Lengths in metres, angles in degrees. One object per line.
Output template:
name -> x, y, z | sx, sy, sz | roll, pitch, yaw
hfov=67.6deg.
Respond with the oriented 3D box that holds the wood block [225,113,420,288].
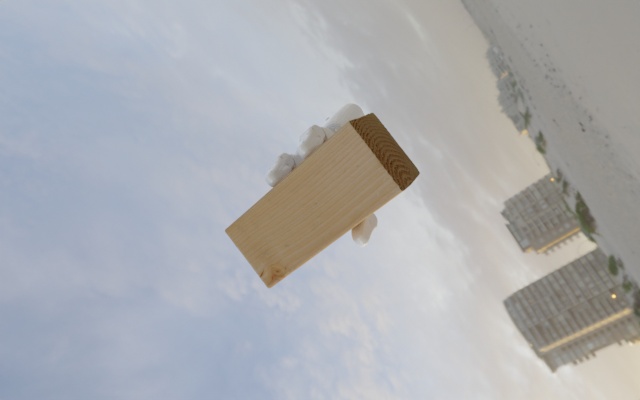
wood block -> 0.000, 0.002, 0.555 | 0.206, 0.091, 0.090 | -39, -2, 28
